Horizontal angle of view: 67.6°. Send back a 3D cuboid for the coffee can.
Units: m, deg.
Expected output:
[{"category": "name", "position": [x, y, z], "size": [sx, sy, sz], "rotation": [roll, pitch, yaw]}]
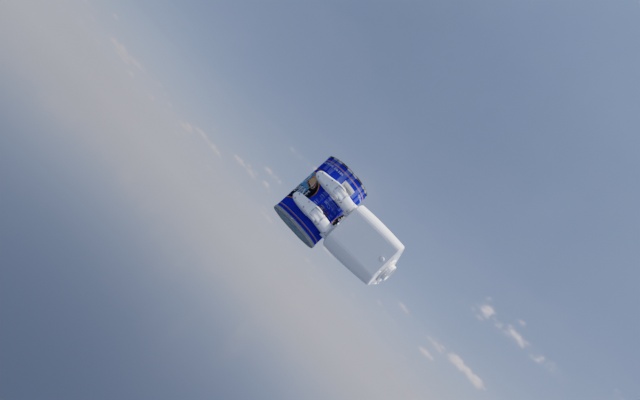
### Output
[{"category": "coffee can", "position": [0.000, 0.003, 0.873], "size": [0.140, 0.103, 0.103], "rotation": [-43, 9, -10]}]
